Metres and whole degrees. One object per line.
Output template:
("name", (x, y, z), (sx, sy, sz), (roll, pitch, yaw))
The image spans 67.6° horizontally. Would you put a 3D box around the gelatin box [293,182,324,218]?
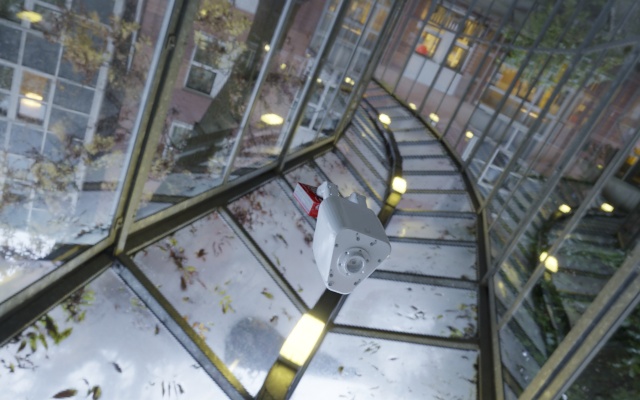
("gelatin box", (0.000, 0.003, 0.858), (0.073, 0.030, 0.089), (13, 19, -29))
